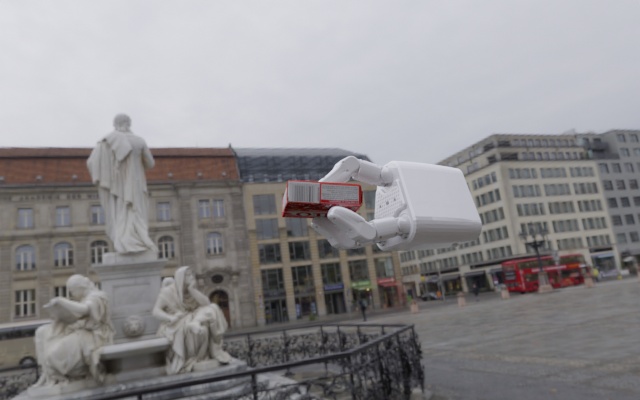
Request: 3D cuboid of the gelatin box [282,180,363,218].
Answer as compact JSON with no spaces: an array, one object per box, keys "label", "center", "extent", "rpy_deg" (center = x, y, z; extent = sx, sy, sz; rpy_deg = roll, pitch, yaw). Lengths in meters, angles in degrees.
[{"label":"gelatin box","center":[0.000,0.001,0.579],"extent":[0.089,0.030,0.073],"rpy_deg":[3,-15,-9]}]
